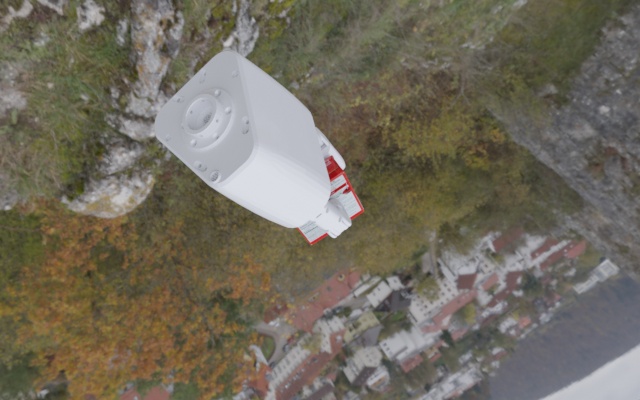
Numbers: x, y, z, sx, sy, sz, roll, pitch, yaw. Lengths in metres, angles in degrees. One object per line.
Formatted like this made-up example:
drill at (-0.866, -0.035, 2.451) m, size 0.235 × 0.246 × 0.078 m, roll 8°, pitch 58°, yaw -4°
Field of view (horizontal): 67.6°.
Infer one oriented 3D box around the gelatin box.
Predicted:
gelatin box at (0.000, 0.002, 0.512) m, size 0.073 × 0.030 × 0.089 m, roll -33°, pitch -35°, yaw 0°
